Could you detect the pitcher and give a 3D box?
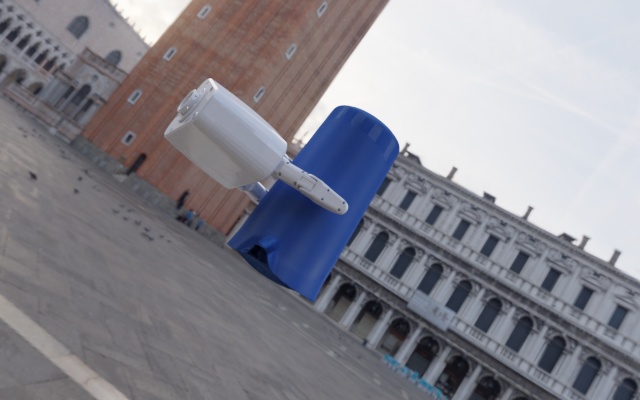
[{"bbox_3d":[0.000,0.002,0.637,0.145,0.243,0.149,39,-11,-26],"label":"pitcher"}]
